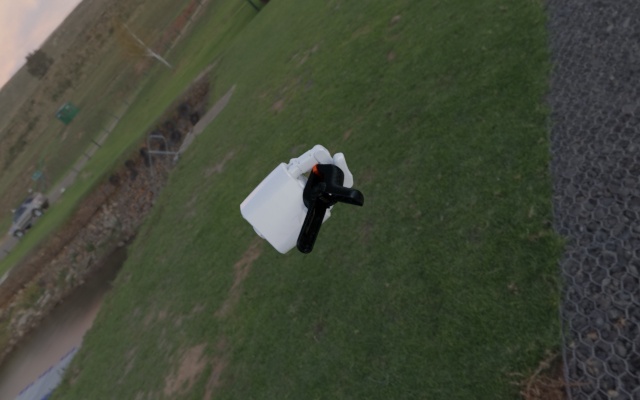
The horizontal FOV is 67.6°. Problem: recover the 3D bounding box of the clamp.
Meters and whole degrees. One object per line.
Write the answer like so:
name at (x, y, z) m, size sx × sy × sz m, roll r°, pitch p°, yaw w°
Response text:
clamp at (0.000, 0.002, 0.708) m, size 0.039 × 0.120 × 0.171 m, roll 44°, pitch 10°, yaw -24°
